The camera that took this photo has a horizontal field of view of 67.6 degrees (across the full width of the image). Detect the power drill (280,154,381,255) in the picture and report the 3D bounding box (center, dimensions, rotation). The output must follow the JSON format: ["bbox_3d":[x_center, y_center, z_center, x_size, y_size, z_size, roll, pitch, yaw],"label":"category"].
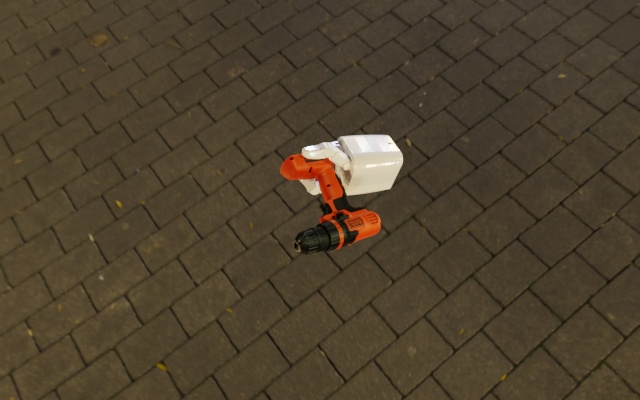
[{"bbox_3d":[0.000,0.002,0.864,0.184,0.187,0.057,-13,-25,-38],"label":"power drill"}]
